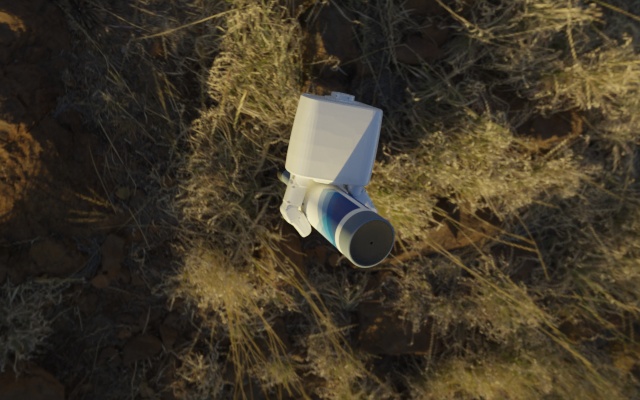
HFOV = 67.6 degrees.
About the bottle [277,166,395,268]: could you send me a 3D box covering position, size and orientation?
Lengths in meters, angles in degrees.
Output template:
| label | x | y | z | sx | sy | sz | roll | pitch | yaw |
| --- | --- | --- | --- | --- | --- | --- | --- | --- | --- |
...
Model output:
| label | x | y | z | sx | sy | sz | roll | pitch | yaw |
| --- | --- | --- | --- | --- | --- | --- | --- | --- | --- |
| bottle | 0.000 | 0.002 | 0.702 | 0.069 | 0.069 | 0.295 | 0 | 20 | -27 |
